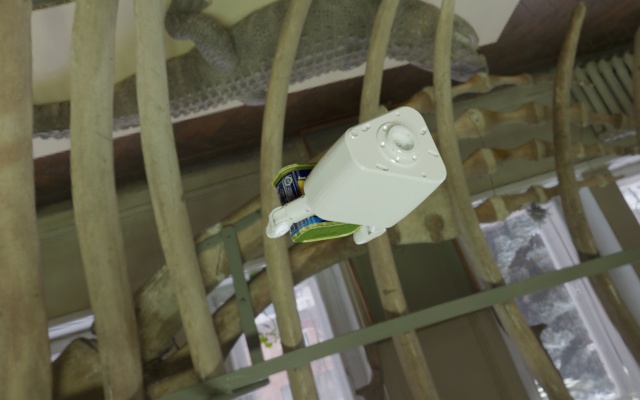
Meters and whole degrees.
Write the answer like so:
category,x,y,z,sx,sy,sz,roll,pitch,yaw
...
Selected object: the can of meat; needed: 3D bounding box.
category,x,y,z,sx,sy,sz,roll,pitch,yaw
can of meat,0.000,0.002,0.598,0.102,0.084,0.057,-6,-23,-32
